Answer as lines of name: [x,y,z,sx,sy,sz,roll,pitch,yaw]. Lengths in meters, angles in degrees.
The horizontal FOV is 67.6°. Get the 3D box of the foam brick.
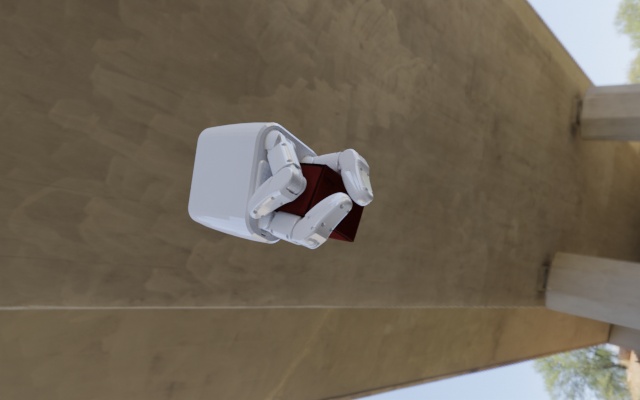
foam brick: [0.000,0.002,0.474,0.051,0.053,0.078,6,-19,41]
